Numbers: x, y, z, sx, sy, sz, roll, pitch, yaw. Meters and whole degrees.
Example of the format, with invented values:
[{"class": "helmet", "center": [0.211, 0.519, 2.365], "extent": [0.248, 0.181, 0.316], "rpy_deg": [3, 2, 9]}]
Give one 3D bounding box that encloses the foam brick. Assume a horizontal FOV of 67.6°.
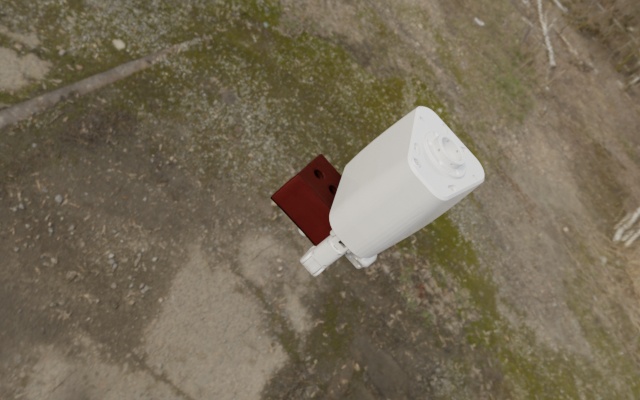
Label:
[{"class": "foam brick", "center": [0.000, 0.001, 0.494], "extent": [0.051, 0.078, 0.053], "rpy_deg": [-41, 3, 41]}]
